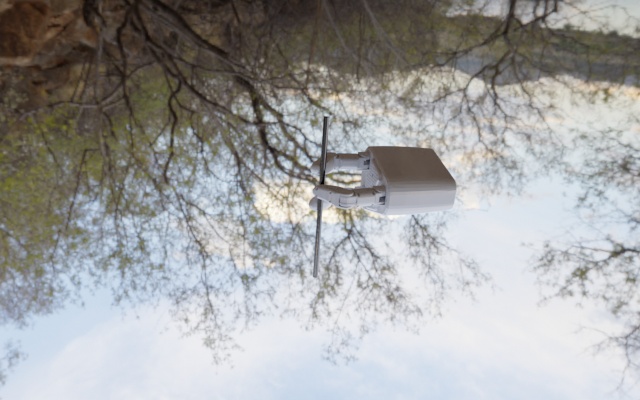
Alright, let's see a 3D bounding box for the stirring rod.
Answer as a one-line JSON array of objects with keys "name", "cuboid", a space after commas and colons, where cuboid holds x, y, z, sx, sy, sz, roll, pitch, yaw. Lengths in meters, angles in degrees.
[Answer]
[{"name": "stirring rod", "cuboid": [0.000, 0.002, 0.668, 0.011, 0.240, 0.011, 3, 22, -1]}]
